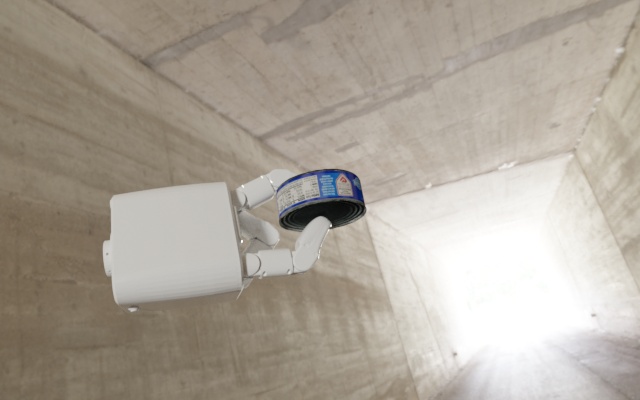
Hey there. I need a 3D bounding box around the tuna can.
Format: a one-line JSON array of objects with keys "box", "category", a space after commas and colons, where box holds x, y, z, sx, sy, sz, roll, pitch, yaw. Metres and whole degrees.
[{"box": [0.000, 0.001, 0.467, 0.086, 0.033, 0.086, -8, -21, -3], "category": "tuna can"}]
